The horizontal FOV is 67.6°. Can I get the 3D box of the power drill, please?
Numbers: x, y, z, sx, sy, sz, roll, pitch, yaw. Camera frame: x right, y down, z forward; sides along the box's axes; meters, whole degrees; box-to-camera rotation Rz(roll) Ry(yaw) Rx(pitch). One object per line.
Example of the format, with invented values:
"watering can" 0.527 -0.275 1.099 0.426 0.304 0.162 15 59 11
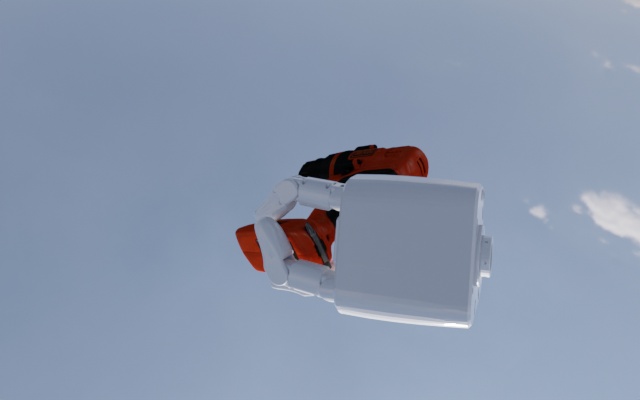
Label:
"power drill" 0.000 0.002 0.515 0.184 0.057 0.187 -4 30 47
